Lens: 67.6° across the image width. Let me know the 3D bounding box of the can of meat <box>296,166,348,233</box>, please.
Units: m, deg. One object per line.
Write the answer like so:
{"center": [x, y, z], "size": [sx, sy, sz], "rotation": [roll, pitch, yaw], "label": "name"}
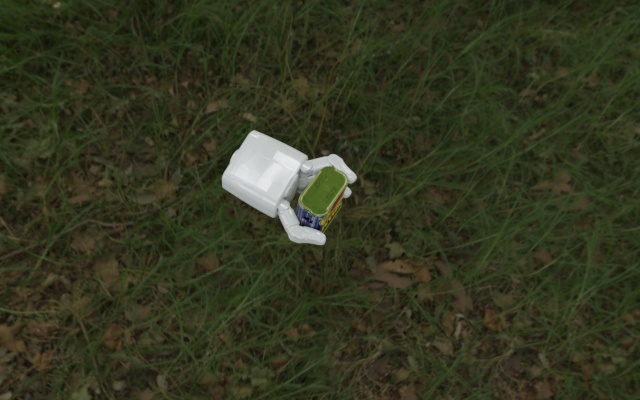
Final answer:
{"center": [0.000, 0.003, 0.795], "size": [0.057, 0.102, 0.084], "rotation": [31, -30, 9], "label": "can of meat"}
